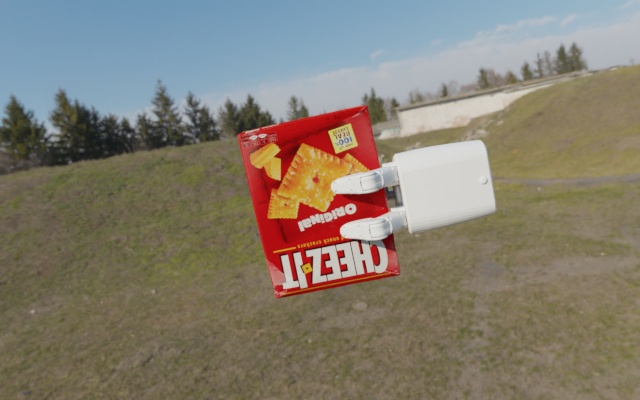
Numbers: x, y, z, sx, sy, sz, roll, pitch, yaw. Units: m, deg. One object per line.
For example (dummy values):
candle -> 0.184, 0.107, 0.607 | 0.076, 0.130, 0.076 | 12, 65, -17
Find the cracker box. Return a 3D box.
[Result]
cracker box -> 0.000, 0.002, 0.606 | 0.164, 0.214, 0.072 | -12, 7, 4
